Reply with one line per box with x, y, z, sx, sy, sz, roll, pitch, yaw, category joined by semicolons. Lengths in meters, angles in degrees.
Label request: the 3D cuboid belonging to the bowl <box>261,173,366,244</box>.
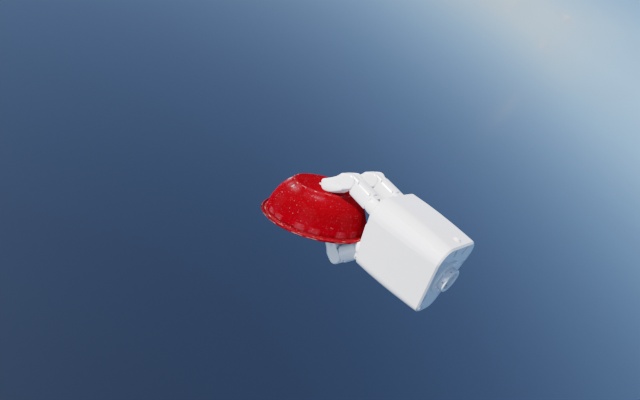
-0.001;0.001;0.682;0.162;0.055;0.162;14;17;-4;bowl
